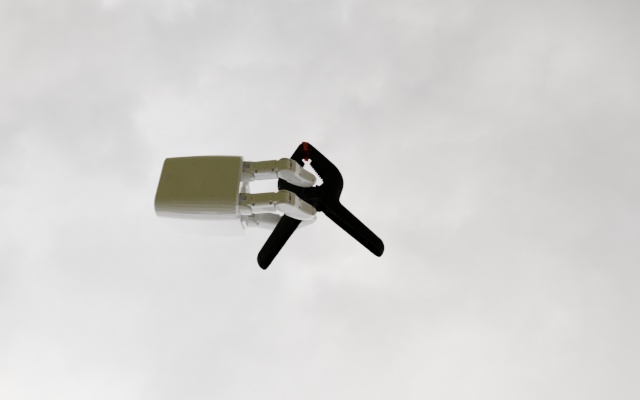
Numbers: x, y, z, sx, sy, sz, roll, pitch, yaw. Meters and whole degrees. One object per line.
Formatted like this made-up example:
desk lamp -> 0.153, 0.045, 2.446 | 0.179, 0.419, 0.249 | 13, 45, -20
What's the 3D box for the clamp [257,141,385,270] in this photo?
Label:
clamp -> 0.000, 0.002, 0.666 | 0.164, 0.209, 0.036 | 0, -37, -1
